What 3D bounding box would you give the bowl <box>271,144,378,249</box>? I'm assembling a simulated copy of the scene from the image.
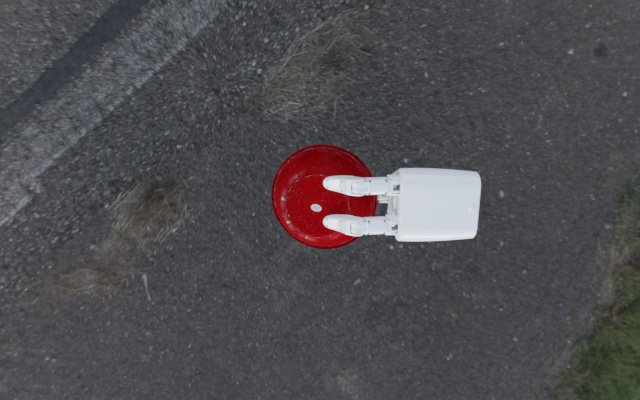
[{"bbox_3d":[-0.001,0.003,0.689,0.162,0.162,0.055,0,14,10],"label":"bowl"}]
